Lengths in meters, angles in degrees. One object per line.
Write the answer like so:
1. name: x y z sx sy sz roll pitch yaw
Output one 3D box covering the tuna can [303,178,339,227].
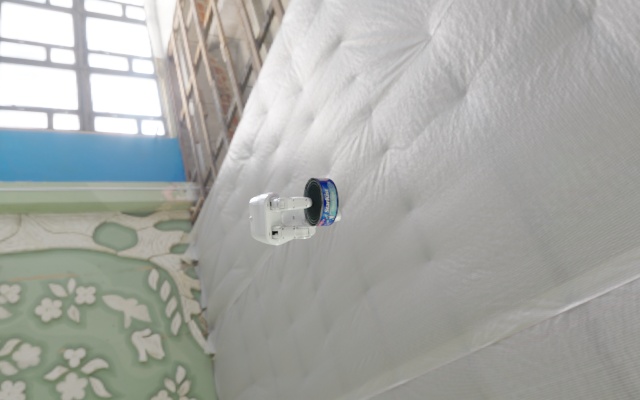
1. tuna can: 0.001 0.003 0.841 0.034 0.086 0.086 -1 0 -23
